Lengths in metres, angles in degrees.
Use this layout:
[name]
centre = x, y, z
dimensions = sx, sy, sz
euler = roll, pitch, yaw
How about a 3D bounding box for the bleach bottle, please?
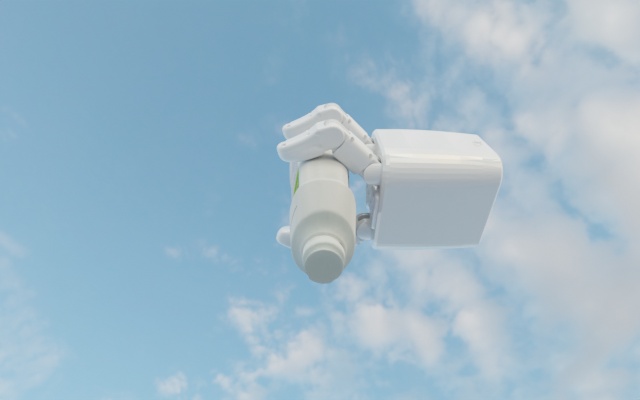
[bleach bottle]
centre = 0.000, 0.001, 0.452
dimensions = 0.068, 0.103, 0.250
euler = 2, 25, -2
